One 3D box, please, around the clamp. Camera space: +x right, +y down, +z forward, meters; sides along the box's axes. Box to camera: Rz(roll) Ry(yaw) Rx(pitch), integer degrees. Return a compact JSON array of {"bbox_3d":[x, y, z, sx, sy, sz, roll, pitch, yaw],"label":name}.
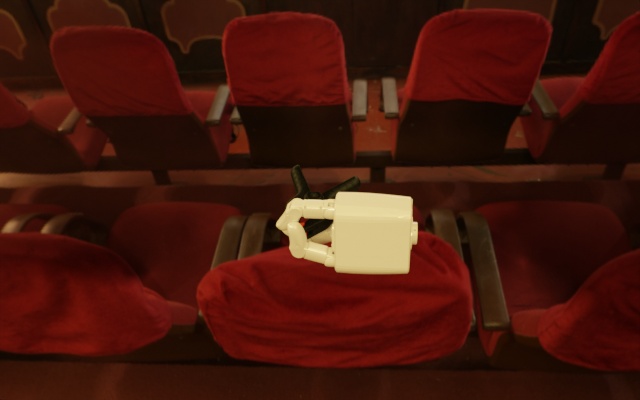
[{"bbox_3d":[0.000,0.002,0.761,0.120,0.039,0.171,1,41,8],"label":"clamp"}]
